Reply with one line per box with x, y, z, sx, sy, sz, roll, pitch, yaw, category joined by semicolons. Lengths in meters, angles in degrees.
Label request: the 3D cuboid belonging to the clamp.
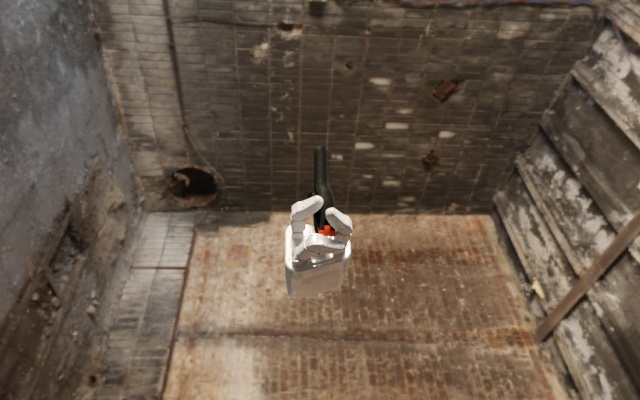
0.001;0.003;0.825;0.039;0.171;0.120;0;-39;-4;clamp
